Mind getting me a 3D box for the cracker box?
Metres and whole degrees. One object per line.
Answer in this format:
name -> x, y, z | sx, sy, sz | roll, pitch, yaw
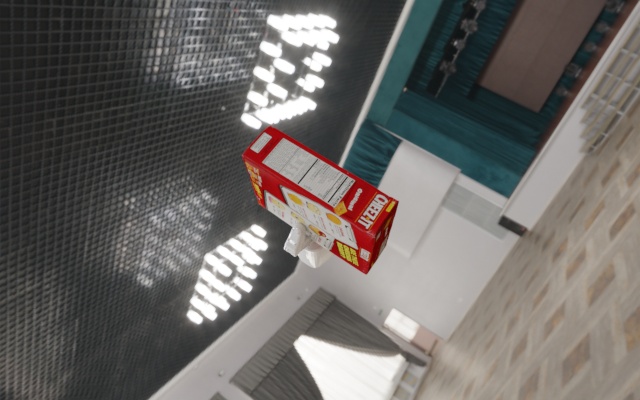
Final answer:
cracker box -> 0.000, 0.002, 0.696 | 0.213, 0.072, 0.164 | 31, -20, 15
